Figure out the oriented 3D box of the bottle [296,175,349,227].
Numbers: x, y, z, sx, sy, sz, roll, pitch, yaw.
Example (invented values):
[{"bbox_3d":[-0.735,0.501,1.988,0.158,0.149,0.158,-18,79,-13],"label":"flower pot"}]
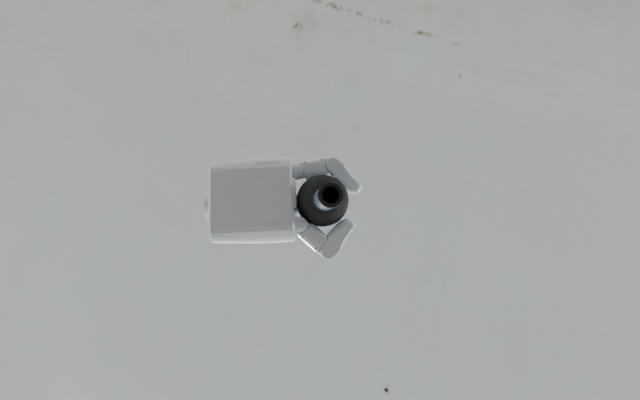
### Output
[{"bbox_3d":[0.000,0.002,0.645,0.069,0.069,0.296,0,-3,-4],"label":"bottle"}]
